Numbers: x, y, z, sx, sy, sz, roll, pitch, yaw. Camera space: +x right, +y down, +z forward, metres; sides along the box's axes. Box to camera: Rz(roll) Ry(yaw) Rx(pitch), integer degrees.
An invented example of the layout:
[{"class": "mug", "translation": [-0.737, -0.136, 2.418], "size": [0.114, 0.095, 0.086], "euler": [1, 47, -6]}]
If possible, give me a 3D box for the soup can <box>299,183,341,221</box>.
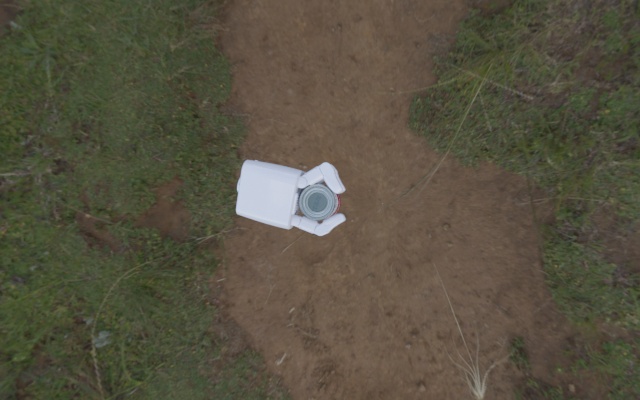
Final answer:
[{"class": "soup can", "translation": [0.001, 0.003, 0.894], "size": [0.068, 0.068, 0.102], "euler": [0, 0, 8]}]
